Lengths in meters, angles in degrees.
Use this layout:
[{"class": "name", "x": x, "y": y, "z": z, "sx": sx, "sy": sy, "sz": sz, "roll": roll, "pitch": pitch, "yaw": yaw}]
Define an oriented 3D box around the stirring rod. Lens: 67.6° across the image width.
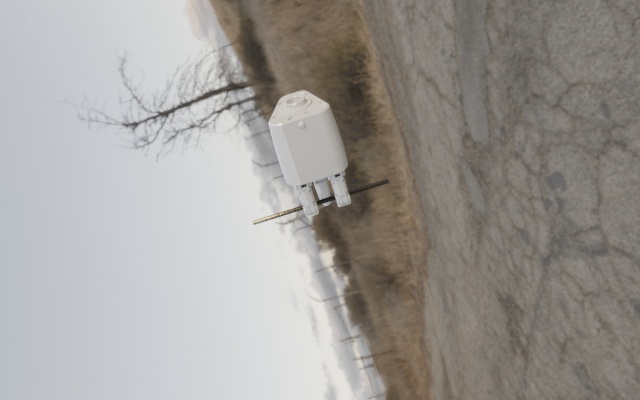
[{"class": "stirring rod", "x": 0.000, "y": 0.003, "z": 0.812, "sx": 0.239, "sy": 0.011, "sz": 0.011, "roll": -17, "pitch": 0, "yaw": 1}]
